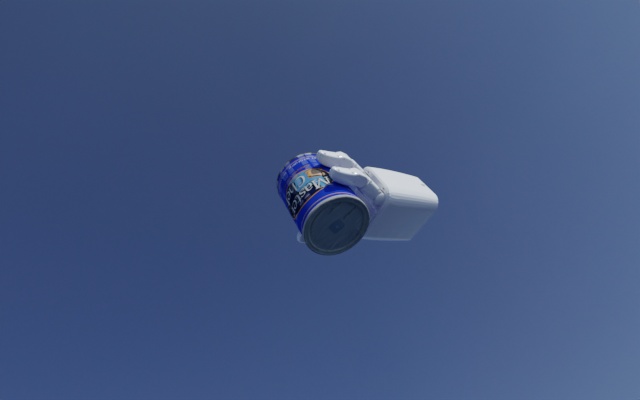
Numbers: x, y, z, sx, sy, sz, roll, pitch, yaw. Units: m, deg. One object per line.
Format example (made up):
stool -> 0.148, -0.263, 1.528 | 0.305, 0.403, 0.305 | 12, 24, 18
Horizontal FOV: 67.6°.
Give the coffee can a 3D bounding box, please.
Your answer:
coffee can -> 0.000, 0.003, 0.739 | 0.103, 0.103, 0.140 | 0, 31, -24
